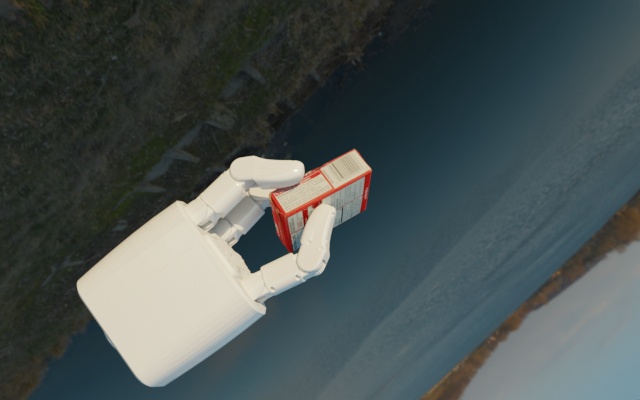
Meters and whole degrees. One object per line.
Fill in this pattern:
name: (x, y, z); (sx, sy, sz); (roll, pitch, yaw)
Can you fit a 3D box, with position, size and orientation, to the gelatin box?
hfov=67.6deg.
gelatin box: (0.001, 0.002, 0.430); (0.089, 0.030, 0.073); (-28, -26, -14)
